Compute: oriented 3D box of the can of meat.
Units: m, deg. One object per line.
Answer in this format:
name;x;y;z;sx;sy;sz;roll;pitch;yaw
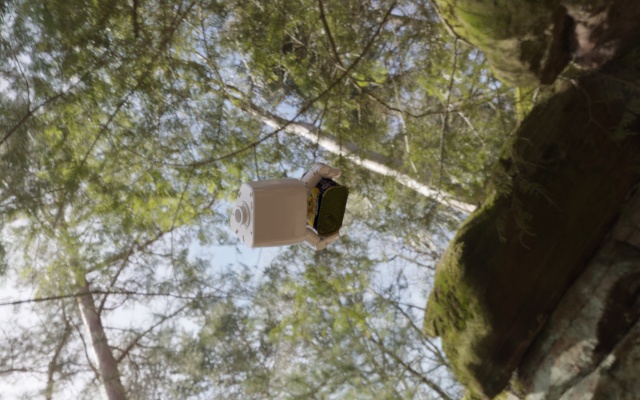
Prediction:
can of meat;0.000;0.003;0.896;0.057;0.102;0.084;-8;31;-35
